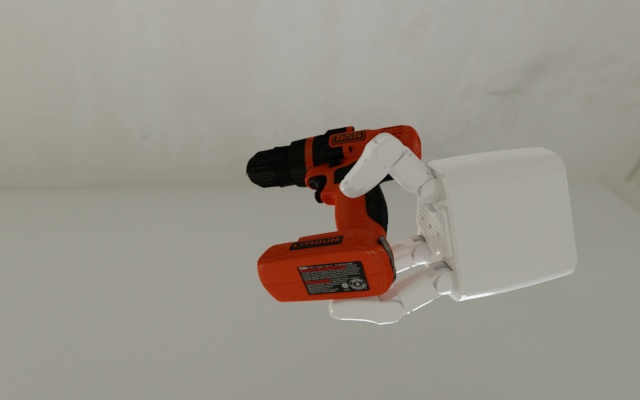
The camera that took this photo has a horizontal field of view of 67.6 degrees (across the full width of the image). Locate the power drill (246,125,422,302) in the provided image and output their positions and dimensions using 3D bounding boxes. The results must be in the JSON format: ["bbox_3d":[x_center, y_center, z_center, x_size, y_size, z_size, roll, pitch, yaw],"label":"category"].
[{"bbox_3d":[0.000,0.002,0.437,0.184,0.057,0.187,-9,40,18],"label":"power drill"}]
